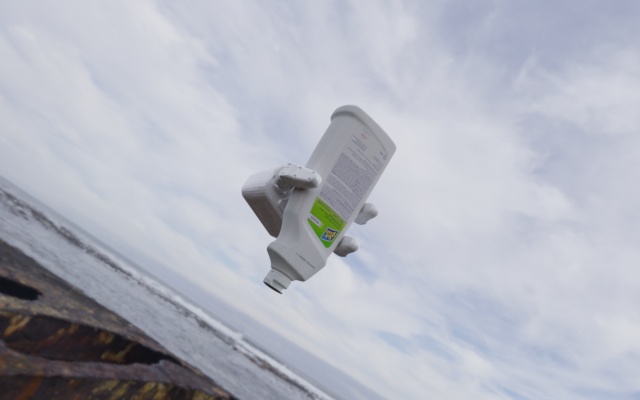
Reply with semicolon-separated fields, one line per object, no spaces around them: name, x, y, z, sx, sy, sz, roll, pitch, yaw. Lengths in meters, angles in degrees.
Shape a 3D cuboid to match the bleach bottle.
bleach bottle;0.000;0.002;0.618;0.102;0.250;0.068;41;-20;-22
